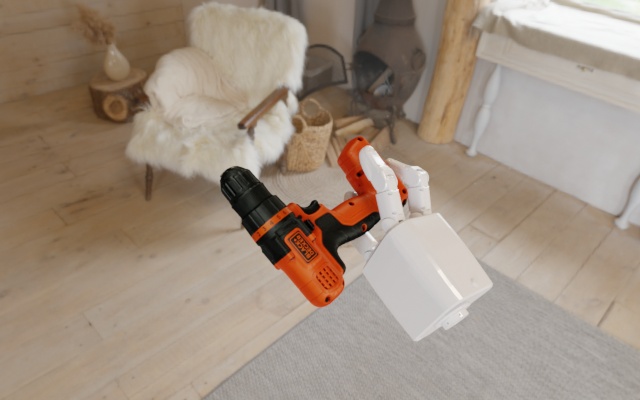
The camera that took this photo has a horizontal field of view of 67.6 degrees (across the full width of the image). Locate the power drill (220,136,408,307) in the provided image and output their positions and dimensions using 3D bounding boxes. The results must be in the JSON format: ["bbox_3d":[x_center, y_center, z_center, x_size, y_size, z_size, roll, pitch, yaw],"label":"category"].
[{"bbox_3d":[0.001,0.002,0.558,0.187,0.184,0.057,-39,-1,-30],"label":"power drill"}]
